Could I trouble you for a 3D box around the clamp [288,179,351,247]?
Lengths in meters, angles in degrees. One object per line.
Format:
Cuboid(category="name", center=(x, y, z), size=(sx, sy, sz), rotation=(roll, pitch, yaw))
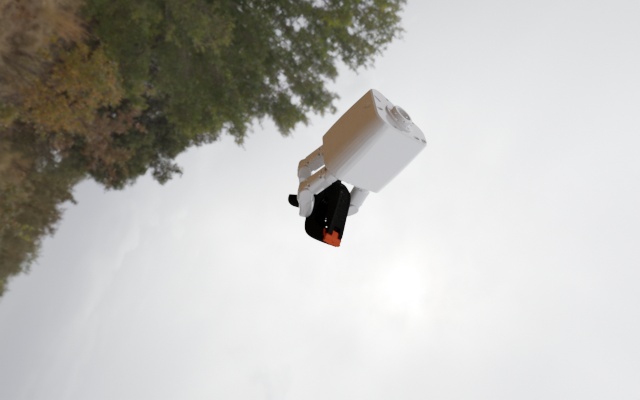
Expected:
Cuboid(category="clamp", center=(0.001, 0.003, 0.741), size=(0.036, 0.209, 0.165), rotation=(28, -56, -24))
